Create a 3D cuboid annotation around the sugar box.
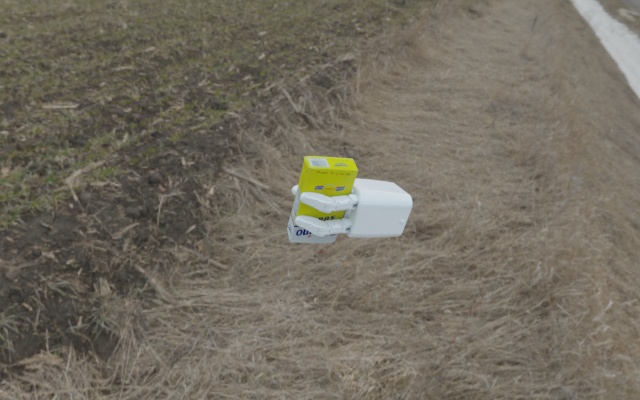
[{"bbox_3d":[0.000,0.003,0.881,0.093,0.176,0.048,2,36,-17],"label":"sugar box"}]
